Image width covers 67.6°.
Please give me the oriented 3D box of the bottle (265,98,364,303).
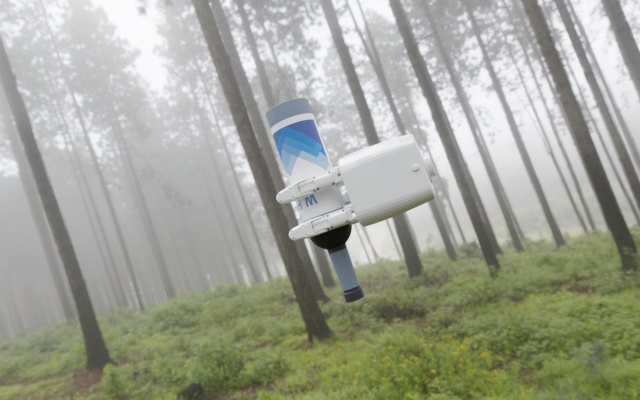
[{"bbox_3d":[0.000,0.002,0.688,0.069,0.295,0.069,-20,-4,-1],"label":"bottle"}]
